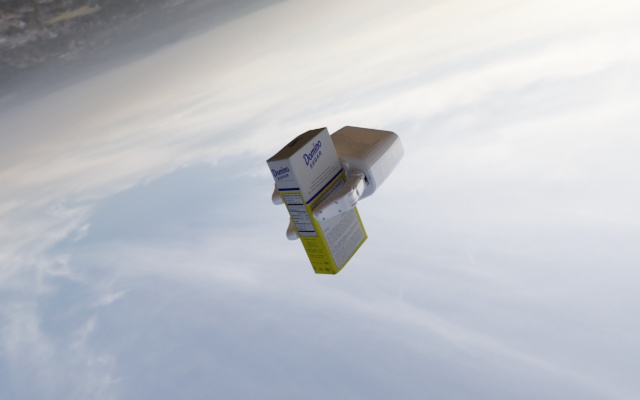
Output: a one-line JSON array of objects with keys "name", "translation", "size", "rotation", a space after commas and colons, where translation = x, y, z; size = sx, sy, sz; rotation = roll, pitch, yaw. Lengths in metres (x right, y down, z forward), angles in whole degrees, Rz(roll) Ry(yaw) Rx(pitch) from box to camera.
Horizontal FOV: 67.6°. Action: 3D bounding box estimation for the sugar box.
[{"name": "sugar box", "translation": [0.000, 0.002, 0.635], "size": [0.048, 0.176, 0.093], "rotation": [-5, 28, 40]}]
